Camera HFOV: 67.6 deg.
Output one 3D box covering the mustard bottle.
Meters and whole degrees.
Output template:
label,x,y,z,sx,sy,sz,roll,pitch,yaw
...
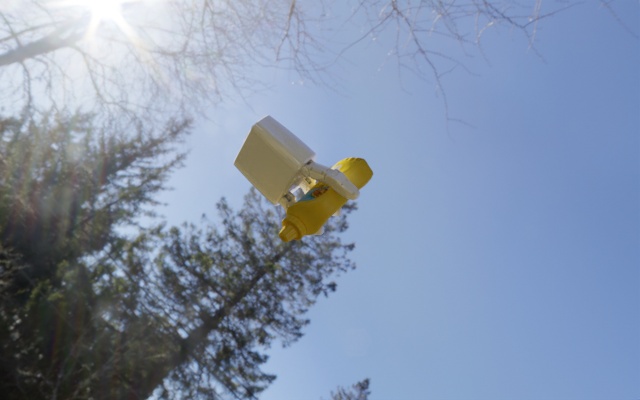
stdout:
label,x,y,z,sx,sy,sz,roll,pitch,yaw
mustard bottle,0.001,0.003,0.778,0.191,0.058,0.096,-43,16,-34
